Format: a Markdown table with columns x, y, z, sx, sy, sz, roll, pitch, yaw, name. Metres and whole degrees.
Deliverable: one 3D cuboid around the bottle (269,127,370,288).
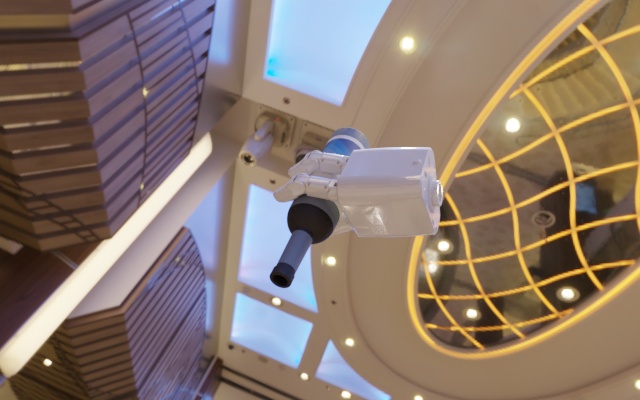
| x | y | z | sx | sy | sz | roll | pitch | yaw | name |
| --- | --- | --- | --- | --- | --- | --- | --- | --- | --- |
| 0.000 | 0.002 | 0.658 | 0.069 | 0.069 | 0.295 | 0 | 38 | 24 | bottle |
